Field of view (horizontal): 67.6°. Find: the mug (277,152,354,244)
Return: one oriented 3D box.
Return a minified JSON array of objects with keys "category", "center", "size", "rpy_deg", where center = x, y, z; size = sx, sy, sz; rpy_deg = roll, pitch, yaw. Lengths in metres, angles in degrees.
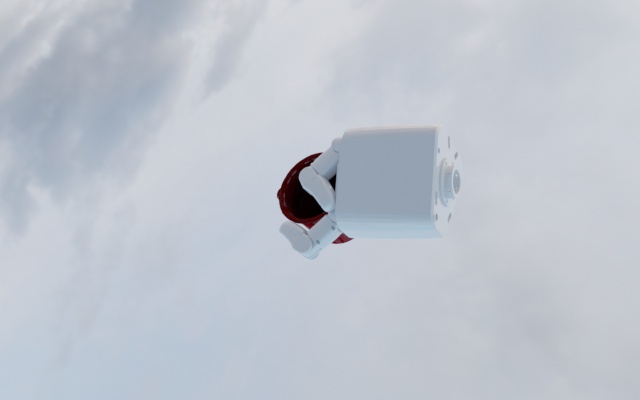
[{"category":"mug","center":[-0.001,0.002,0.585],"size":[0.117,0.093,0.081],"rpy_deg":[0,-26,34]}]
